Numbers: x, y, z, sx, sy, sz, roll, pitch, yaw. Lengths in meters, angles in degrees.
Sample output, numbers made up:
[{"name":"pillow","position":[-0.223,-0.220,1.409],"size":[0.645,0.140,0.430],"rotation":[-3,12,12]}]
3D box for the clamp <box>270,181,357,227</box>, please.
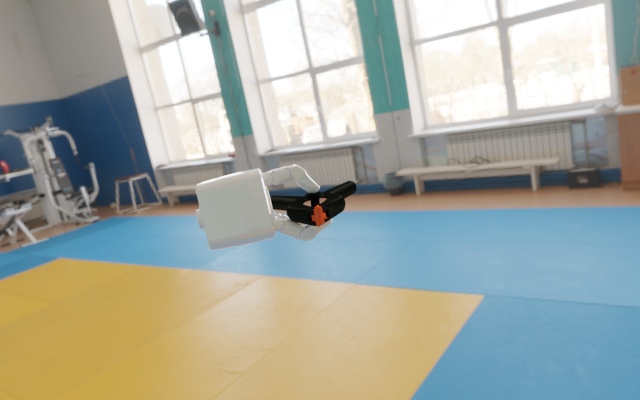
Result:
[{"name":"clamp","position":[0.000,0.002,0.796],"size":[0.164,0.036,0.210],"rotation":[-13,11,-8]}]
